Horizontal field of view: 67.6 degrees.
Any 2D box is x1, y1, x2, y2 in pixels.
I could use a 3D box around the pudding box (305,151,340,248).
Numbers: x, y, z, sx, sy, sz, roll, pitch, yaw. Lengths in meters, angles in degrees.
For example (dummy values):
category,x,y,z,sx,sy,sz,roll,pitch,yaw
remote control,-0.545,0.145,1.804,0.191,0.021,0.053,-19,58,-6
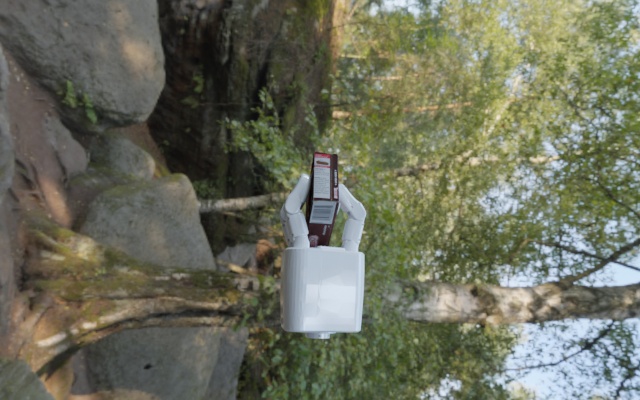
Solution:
category,x,y,z,sx,sy,sz,roll,pitch,yaw
pudding box,0.000,0.002,0.672,0.039,0.090,0.114,5,-40,-7
